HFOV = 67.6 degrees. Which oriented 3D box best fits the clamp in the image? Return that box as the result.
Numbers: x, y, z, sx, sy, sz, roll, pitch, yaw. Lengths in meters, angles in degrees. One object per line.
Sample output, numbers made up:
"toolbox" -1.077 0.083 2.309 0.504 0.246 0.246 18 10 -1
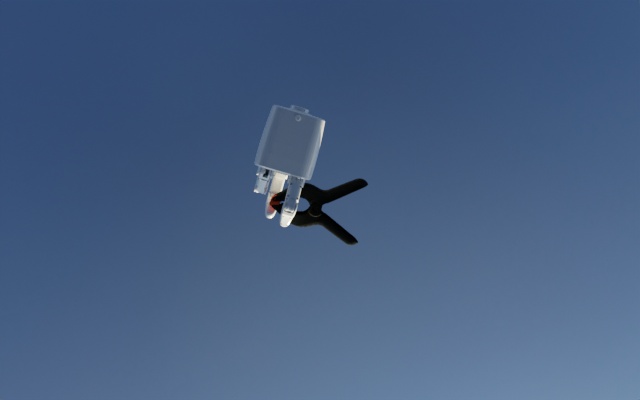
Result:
"clamp" 0.000 0.003 0.838 0.171 0.120 0.039 16 6 -7
